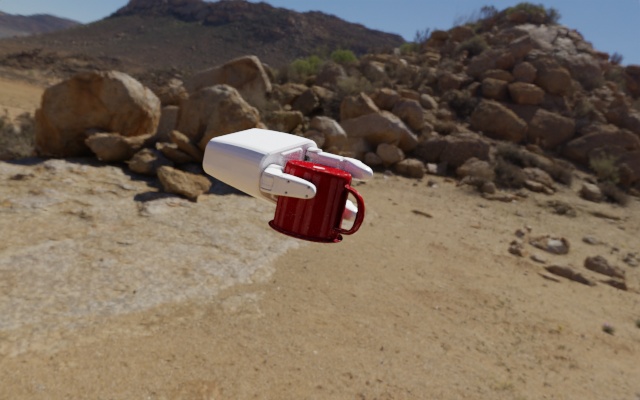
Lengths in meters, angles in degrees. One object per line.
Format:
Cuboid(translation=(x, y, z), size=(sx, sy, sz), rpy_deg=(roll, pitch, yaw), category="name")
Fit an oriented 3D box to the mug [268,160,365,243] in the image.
Cuboid(translation=(0.001, 0.002, 0.568), size=(0.117, 0.081, 0.093), rpy_deg=(19, 11, 33), category="mug")
